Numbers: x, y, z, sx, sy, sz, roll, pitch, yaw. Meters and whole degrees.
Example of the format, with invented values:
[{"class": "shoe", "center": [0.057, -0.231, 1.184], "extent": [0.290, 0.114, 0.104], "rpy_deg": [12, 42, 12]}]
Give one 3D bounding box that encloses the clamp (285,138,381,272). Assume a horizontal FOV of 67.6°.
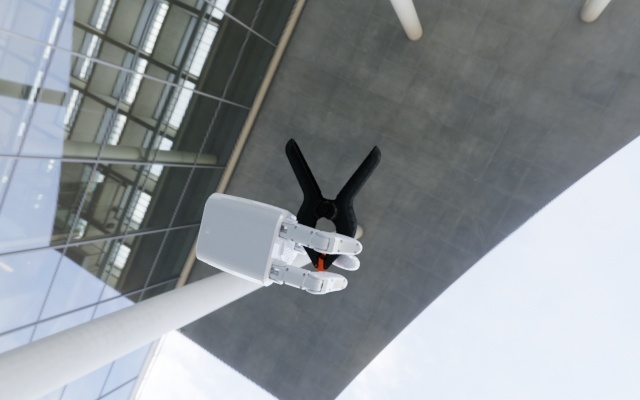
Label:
[{"class": "clamp", "center": [0.000, 0.002, 0.608], "extent": [0.120, 0.171, 0.039], "rpy_deg": [16, 7, 15]}]
